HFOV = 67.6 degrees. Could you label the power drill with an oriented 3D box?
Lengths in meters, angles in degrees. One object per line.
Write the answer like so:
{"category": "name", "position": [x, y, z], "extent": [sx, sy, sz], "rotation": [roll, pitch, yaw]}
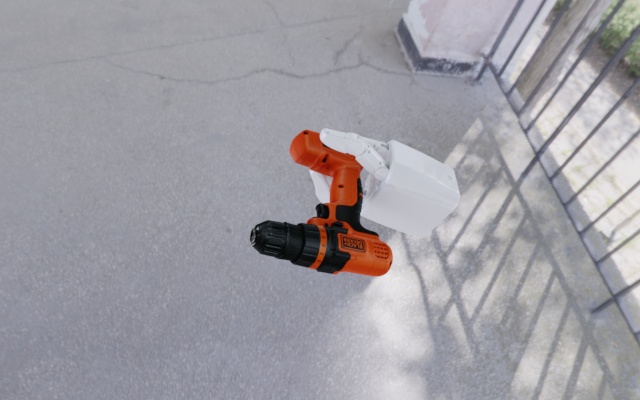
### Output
{"category": "power drill", "position": [0.000, 0.002, 0.609], "extent": [0.184, 0.187, 0.057], "rotation": [15, -36, -26]}
